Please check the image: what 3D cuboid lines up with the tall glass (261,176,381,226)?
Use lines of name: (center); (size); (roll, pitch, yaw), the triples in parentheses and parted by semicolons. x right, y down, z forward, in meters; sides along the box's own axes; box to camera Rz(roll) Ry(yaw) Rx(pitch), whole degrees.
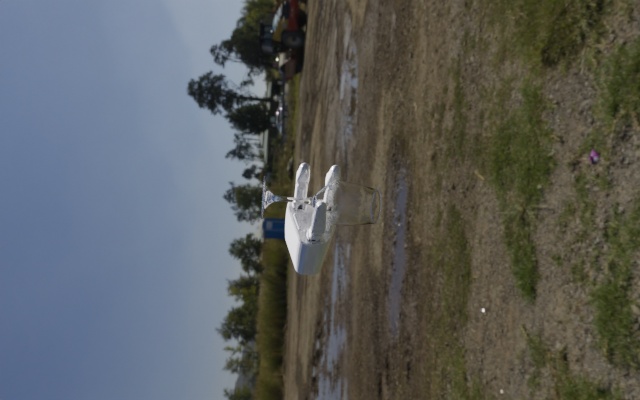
tall glass: (-0.001, 0.003, 0.826); (0.201, 0.079, 0.079); (4, -1, -6)
